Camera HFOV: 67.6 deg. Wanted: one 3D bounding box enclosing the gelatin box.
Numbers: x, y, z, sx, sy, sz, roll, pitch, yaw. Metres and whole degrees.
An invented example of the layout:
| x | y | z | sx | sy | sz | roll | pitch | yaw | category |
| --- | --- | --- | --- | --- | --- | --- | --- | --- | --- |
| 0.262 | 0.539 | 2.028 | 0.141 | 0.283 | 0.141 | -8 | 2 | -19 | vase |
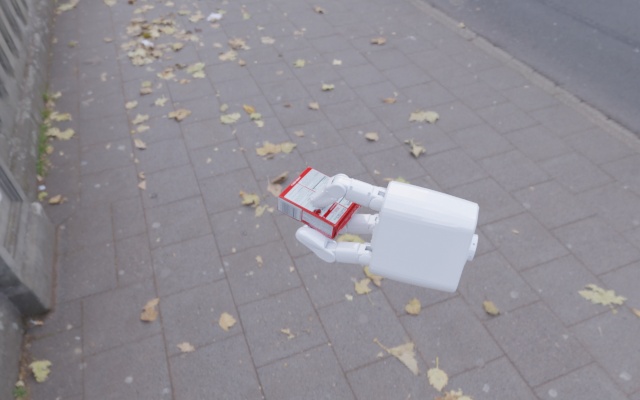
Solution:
| x | y | z | sx | sy | sz | roll | pitch | yaw | category |
| --- | --- | --- | --- | --- | --- | --- | --- | --- | --- |
| 0.000 | 0.002 | 0.622 | 0.089 | 0.030 | 0.073 | 27 | 49 | 17 | gelatin box |
